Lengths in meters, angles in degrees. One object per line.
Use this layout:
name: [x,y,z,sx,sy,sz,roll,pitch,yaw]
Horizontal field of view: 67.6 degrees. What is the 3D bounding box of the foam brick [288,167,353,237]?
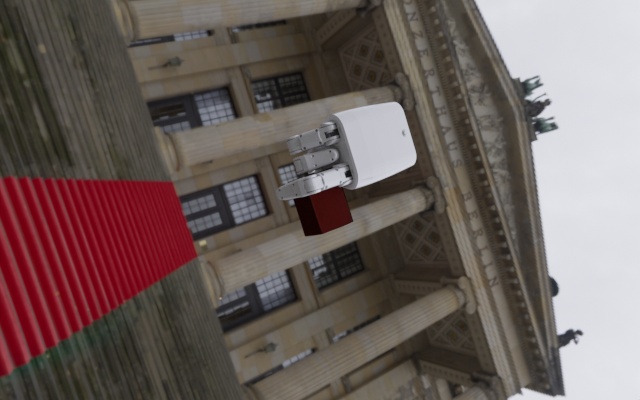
foam brick: [0.000,0.002,0.626,0.051,0.078,0.053,-19,4,-28]
